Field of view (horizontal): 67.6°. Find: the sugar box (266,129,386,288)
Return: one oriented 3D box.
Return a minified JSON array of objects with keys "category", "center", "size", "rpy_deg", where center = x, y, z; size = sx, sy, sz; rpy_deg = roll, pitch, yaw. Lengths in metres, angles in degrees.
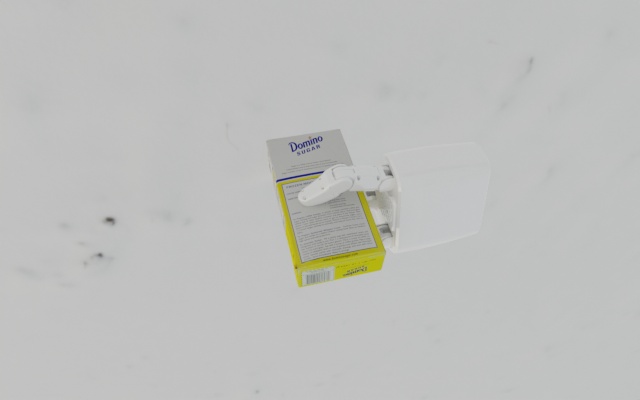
[{"category":"sugar box","center":[0.000,0.002,0.530],"size":[0.093,0.176,0.048],"rpy_deg":[-10,-37,-9]}]
